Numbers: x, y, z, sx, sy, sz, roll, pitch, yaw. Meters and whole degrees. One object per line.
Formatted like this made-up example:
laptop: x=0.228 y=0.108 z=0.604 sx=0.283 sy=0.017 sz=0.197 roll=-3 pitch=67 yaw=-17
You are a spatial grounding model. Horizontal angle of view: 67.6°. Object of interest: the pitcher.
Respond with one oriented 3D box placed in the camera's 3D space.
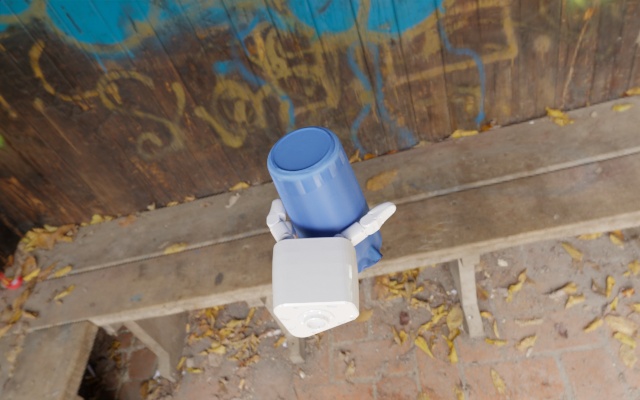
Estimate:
pitcher: x=0.000 y=0.003 z=0.752 sx=0.149 sy=0.145 sz=0.243 roll=-13 pitch=-44 yaw=11
